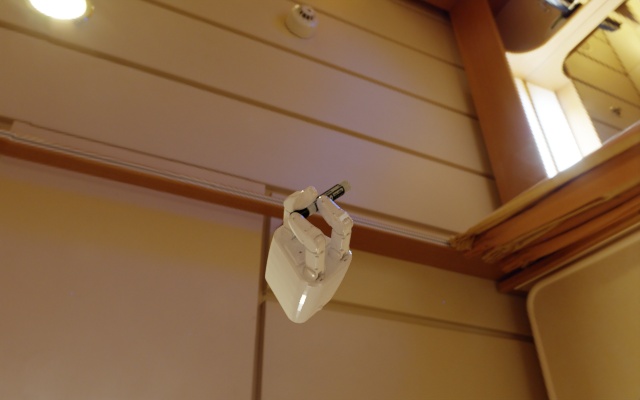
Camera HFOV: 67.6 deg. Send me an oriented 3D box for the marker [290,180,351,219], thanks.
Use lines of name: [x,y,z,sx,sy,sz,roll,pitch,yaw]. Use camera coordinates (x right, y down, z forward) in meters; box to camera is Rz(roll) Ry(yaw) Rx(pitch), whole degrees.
marker: [0.000,0.002,0.683,0.020,0.020,0.121,0,24,45]
